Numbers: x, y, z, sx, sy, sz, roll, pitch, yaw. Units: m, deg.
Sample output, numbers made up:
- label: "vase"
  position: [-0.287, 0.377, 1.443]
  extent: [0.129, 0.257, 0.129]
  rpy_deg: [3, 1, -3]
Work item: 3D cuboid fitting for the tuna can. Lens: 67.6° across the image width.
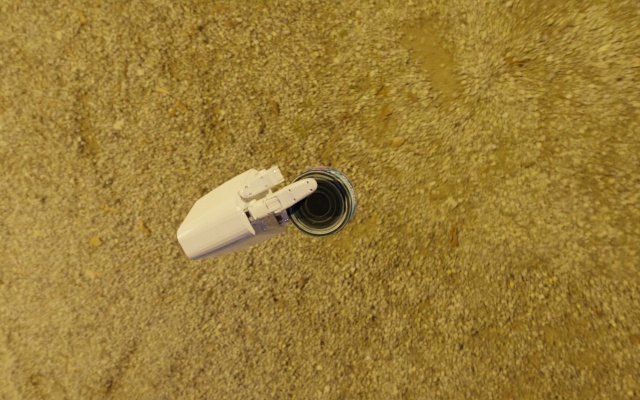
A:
- label: "tuna can"
  position: [0.000, 0.002, 0.590]
  extent: [0.086, 0.086, 0.033]
  rpy_deg: [0, 11, 14]
